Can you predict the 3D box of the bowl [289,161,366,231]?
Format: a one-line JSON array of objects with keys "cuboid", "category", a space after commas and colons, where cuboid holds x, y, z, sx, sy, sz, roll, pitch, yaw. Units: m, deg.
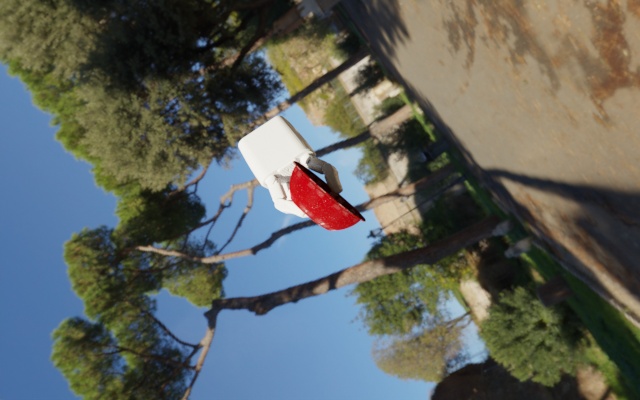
[{"cuboid": [0.001, 0.004, 0.824, 0.162, 0.055, 0.162, 39, 6, -5], "category": "bowl"}]
